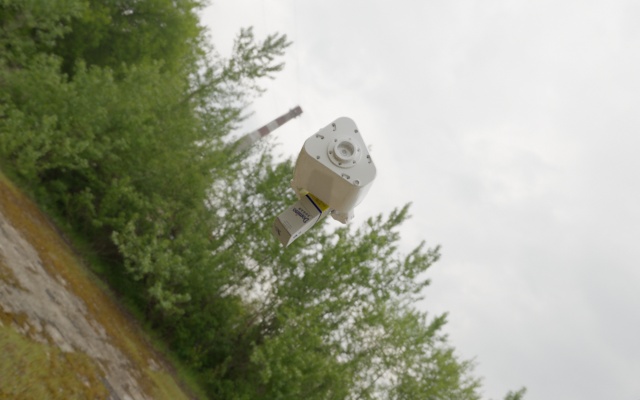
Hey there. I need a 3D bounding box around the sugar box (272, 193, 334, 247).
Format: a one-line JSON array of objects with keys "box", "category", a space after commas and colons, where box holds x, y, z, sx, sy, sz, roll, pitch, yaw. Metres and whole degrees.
[{"box": [0.000, 0.002, 0.801, 0.176, 0.048, 0.093, -35, -8, -19], "category": "sugar box"}]
